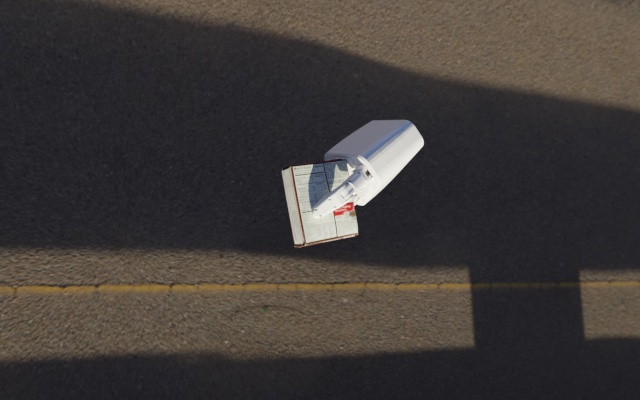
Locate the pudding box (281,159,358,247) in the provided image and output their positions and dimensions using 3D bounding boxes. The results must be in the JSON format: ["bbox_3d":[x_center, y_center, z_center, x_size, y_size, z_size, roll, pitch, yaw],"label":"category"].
[{"bbox_3d":[0.000,0.002,0.669,0.090,0.113,0.039,-9,-4,-26],"label":"pudding box"}]
